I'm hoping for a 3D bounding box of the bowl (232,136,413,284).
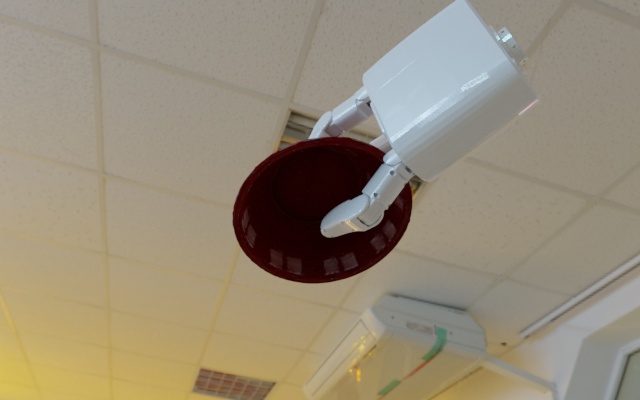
[{"bbox_3d":[-0.001,0.002,0.446,0.162,0.162,0.055,0,35,-10],"label":"bowl"}]
